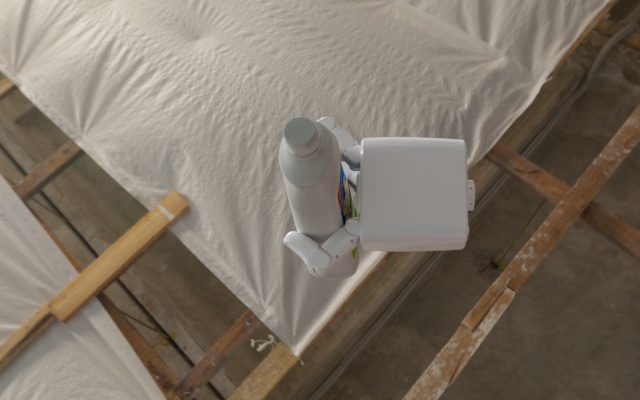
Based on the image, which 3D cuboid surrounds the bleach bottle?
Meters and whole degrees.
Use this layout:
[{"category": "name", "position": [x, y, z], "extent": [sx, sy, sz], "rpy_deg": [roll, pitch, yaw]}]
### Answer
[{"category": "bleach bottle", "position": [0.000, 0.002, 0.511], "extent": [0.068, 0.102, 0.251], "rpy_deg": [0, -25, 10]}]
